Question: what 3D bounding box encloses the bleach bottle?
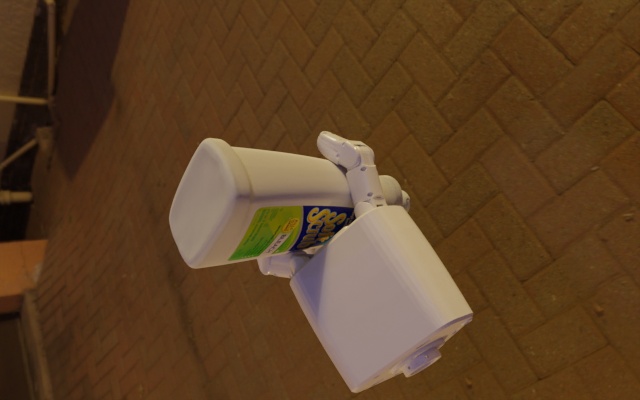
[{"bbox_3d":[0.000,0.001,0.434,0.251,0.068,0.103,-3,-40,-43],"label":"bleach bottle"}]
